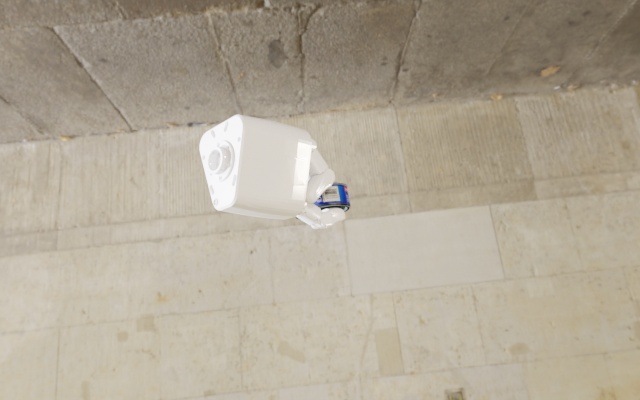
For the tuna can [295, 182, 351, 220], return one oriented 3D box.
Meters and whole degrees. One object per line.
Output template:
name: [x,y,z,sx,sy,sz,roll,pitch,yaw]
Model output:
tuna can: [0.000,0.003,0.696,0.086,0.033,0.086,-10,-13,-2]
